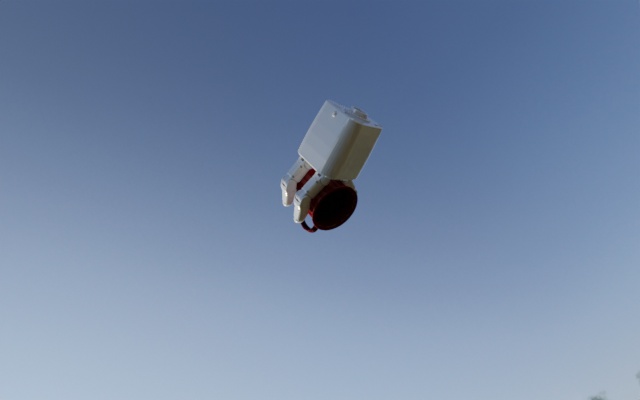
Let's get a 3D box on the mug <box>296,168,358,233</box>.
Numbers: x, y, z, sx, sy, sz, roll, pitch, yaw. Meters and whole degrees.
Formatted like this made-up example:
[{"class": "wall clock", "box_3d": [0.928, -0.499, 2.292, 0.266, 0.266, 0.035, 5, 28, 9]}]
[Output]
[{"class": "mug", "box_3d": [-0.001, 0.004, 0.859, 0.093, 0.117, 0.081, 13, 25, -43]}]
